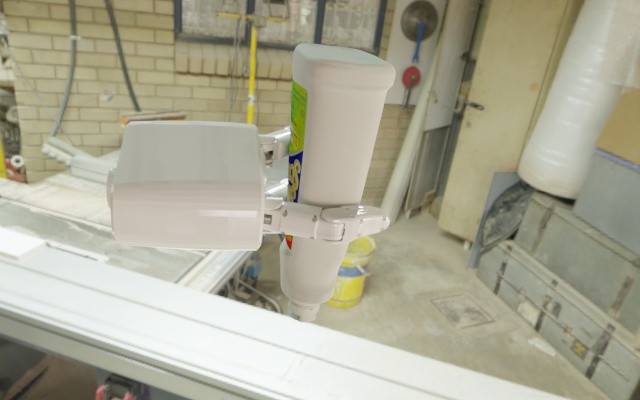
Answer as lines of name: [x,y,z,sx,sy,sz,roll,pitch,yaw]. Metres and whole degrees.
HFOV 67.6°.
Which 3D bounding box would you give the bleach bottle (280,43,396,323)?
bleach bottle: [0.000,0.001,0.413,0.068,0.251,0.102,1,25,-14]
